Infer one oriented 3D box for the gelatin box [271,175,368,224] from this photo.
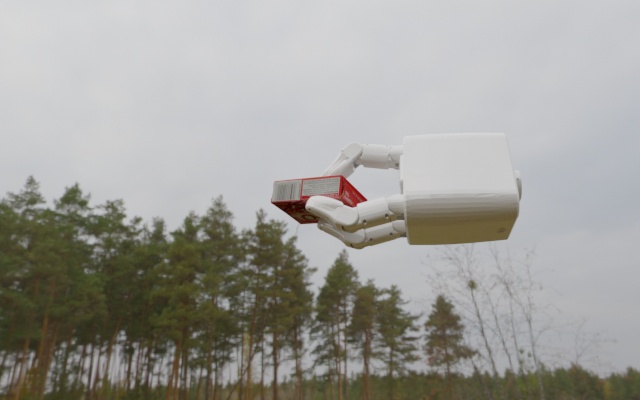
[{"bbox_3d":[0.000,0.001,0.542,0.089,0.030,0.073,-4,-23,26],"label":"gelatin box"}]
